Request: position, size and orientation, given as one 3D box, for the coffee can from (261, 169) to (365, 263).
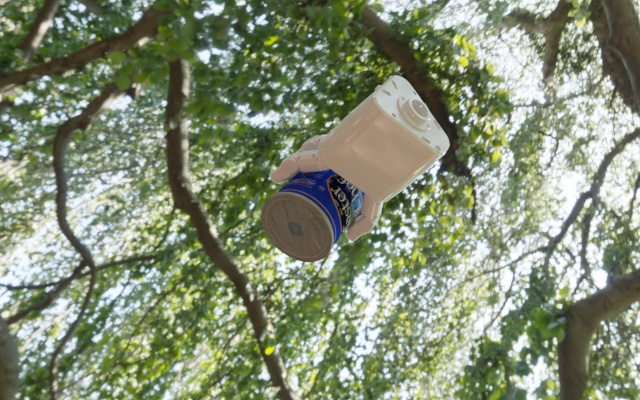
[{"bbox_3d":[0.000,0.002,0.648,0.103,0.103,0.140,0,30,32],"label":"coffee can"}]
